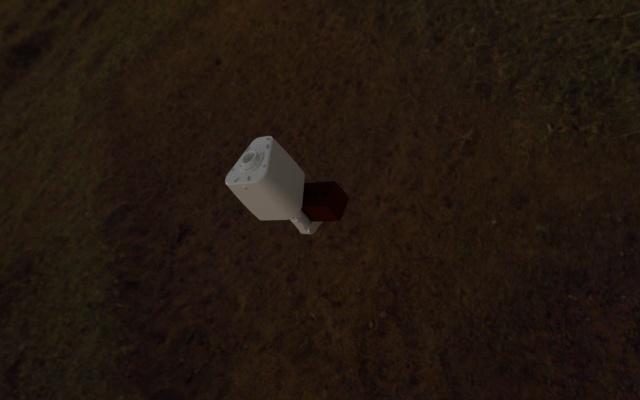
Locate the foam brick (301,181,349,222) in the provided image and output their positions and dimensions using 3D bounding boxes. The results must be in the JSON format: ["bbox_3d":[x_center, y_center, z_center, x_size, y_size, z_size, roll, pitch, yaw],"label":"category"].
[{"bbox_3d":[0.000,0.003,0.851,0.078,0.053,0.051,-3,-37,34],"label":"foam brick"}]
